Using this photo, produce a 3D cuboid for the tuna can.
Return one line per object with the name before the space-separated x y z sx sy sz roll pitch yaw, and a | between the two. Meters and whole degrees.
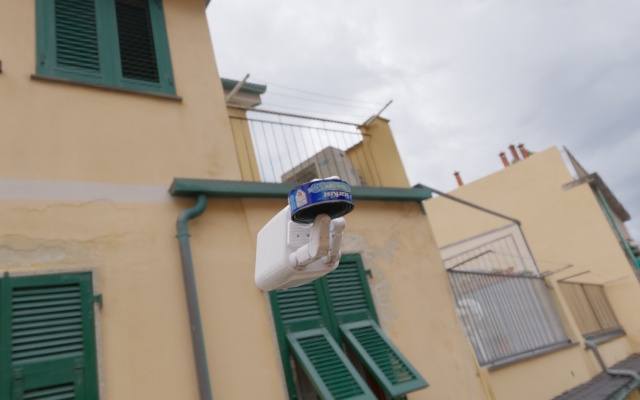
tuna can | 0.000 0.002 0.636 0.086 0.033 0.086 -10 -18 -3
